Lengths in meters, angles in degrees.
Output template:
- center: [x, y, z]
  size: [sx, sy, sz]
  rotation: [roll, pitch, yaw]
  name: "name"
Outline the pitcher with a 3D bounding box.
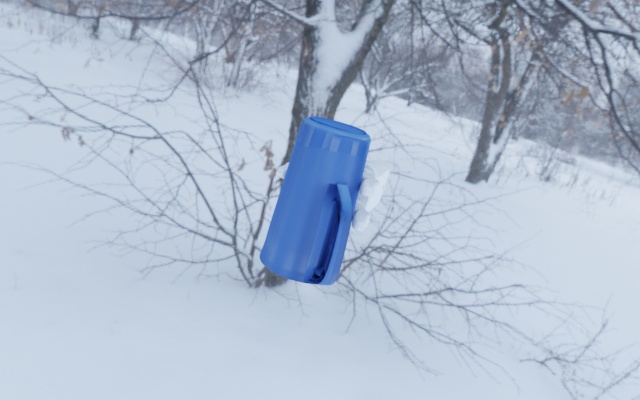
- center: [0.000, 0.002, 0.740]
  size: [0.149, 0.243, 0.145]
  rotation: [21, 16, 17]
  name: "pitcher"
